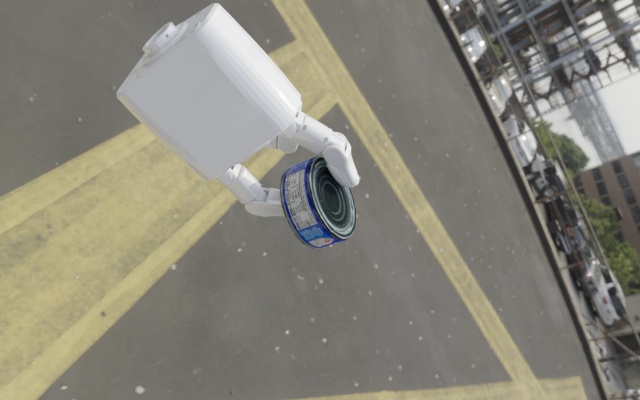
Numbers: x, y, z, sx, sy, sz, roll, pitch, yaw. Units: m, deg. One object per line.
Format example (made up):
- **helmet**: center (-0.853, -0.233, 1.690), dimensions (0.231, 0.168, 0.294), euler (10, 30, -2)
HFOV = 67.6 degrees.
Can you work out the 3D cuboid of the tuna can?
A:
- **tuna can**: center (0.001, 0.001, 0.459), dimensions (0.034, 0.086, 0.086), euler (-20, -10, 28)
